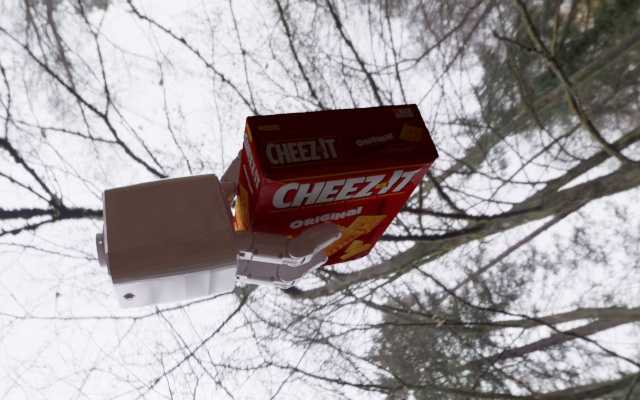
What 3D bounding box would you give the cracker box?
[{"bbox_3d":[0.000,0.002,0.491,0.164,0.072,0.214,-9,-28,-20],"label":"cracker box"}]
